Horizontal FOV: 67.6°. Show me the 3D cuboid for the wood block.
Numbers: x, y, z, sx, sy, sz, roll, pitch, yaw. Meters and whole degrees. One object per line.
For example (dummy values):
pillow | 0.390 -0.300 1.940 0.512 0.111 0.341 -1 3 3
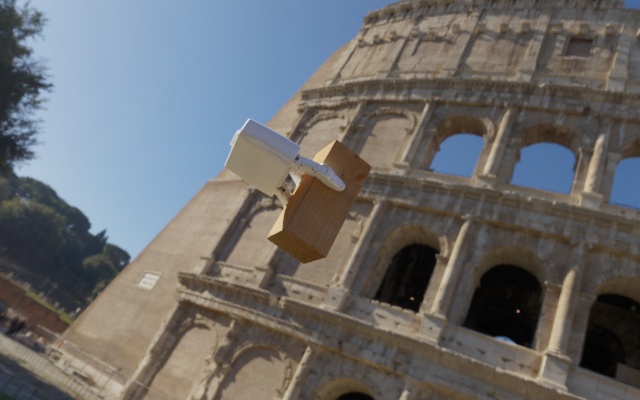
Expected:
wood block | 0.000 0.002 0.880 0.090 0.206 0.091 36 -28 -14
